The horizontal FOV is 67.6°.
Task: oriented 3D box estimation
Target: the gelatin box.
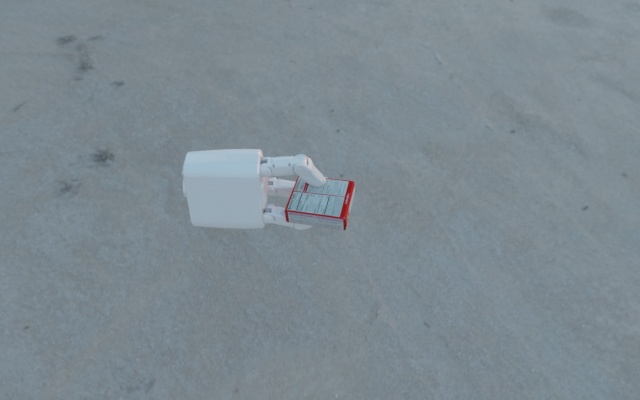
[{"bbox_3d":[0.000,0.002,0.690,0.089,0.073,0.030,7,-41,12],"label":"gelatin box"}]
